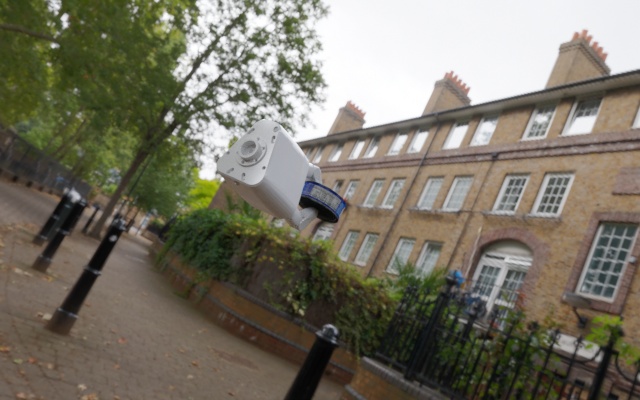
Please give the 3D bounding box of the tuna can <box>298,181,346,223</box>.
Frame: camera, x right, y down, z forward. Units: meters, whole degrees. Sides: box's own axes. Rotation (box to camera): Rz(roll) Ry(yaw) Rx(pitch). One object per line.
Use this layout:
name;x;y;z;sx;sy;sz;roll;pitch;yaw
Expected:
tuna can;0.000;0.002;0.823;0.086;0.033;0.086;27;-17;9
